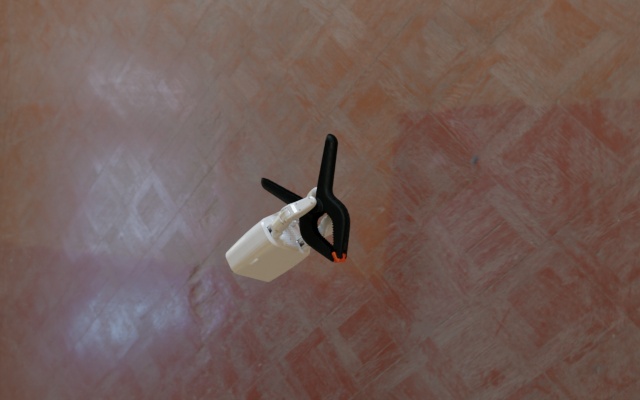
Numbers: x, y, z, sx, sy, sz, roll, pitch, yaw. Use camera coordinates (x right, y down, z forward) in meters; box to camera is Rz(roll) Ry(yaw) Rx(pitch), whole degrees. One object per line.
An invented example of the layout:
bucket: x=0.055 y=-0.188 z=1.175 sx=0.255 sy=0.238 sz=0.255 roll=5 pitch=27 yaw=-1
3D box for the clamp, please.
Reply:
clamp: x=0.000 y=0.003 z=0.804 sx=0.164 sy=0.210 sz=0.036 roll=-38 pitch=-21 yaw=22
